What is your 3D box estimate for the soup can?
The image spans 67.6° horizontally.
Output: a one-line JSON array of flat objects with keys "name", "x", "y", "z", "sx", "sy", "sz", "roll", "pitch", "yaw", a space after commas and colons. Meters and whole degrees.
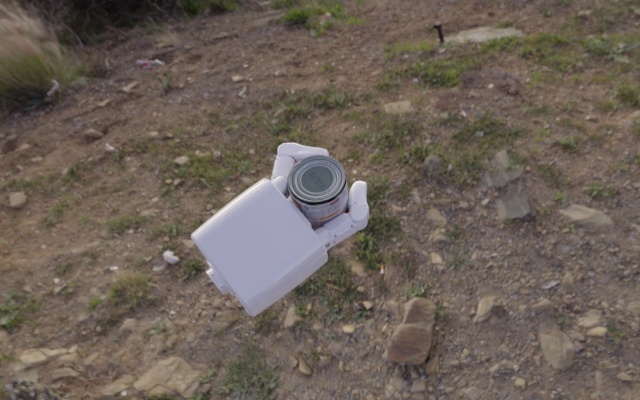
[{"name": "soup can", "x": 0.001, "y": 0.001, "z": 0.568, "sx": 0.068, "sy": 0.068, "sz": 0.102, "roll": 0, "pitch": -32, "yaw": 6}]
